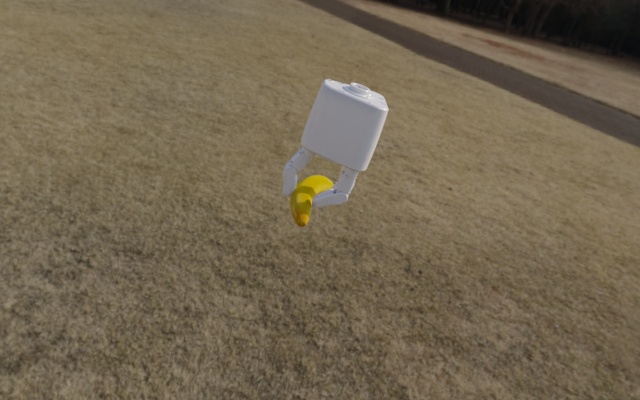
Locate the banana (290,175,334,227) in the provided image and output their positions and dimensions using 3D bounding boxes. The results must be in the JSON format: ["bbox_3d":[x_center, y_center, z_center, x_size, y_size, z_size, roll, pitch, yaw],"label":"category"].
[{"bbox_3d":[-0.014,-0.009,0.838,0.069,0.037,0.197,35,26,11],"label":"banana"}]
